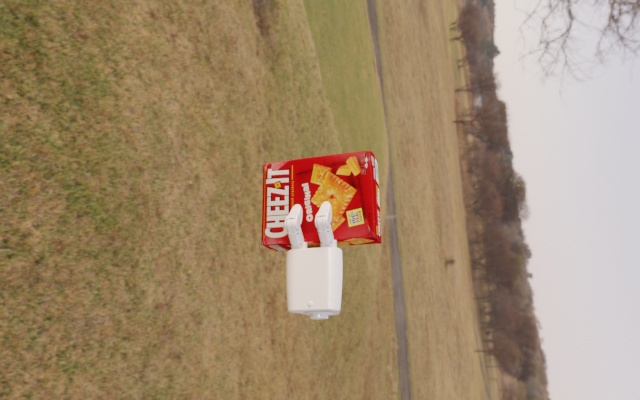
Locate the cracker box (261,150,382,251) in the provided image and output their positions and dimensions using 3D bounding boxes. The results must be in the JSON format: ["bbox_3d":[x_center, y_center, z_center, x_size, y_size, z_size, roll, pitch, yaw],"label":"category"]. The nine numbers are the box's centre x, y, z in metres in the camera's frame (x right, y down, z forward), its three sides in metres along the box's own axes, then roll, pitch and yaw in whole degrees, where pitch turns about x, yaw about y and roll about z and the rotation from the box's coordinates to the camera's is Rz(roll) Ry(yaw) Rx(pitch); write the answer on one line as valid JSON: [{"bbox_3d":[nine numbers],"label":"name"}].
[{"bbox_3d":[0.000,0.003,0.885,0.214,0.164,0.072,-5,-18,16],"label":"cracker box"}]
